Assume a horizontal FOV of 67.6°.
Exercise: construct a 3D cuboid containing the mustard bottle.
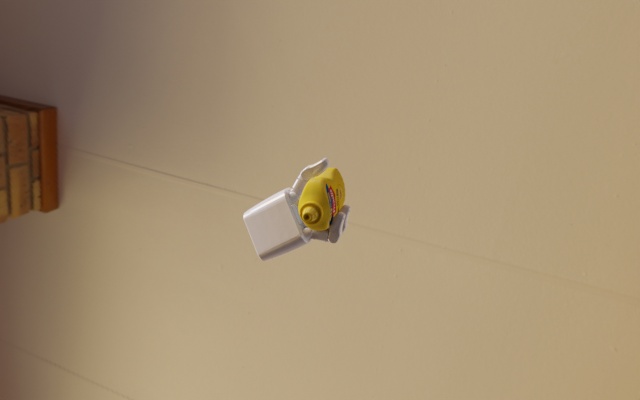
[{"bbox_3d":[0.001,0.003,0.887,0.058,0.096,0.191,1,16,15],"label":"mustard bottle"}]
